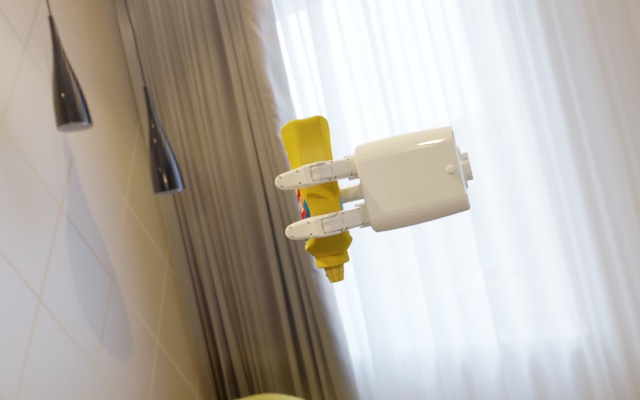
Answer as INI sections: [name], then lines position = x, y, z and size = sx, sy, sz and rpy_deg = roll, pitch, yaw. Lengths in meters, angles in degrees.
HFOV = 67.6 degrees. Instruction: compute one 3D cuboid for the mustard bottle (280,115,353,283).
[mustard bottle]
position = 0.000, 0.002, 0.564
size = 0.058, 0.191, 0.096
rpy_deg = -13, 0, -7
